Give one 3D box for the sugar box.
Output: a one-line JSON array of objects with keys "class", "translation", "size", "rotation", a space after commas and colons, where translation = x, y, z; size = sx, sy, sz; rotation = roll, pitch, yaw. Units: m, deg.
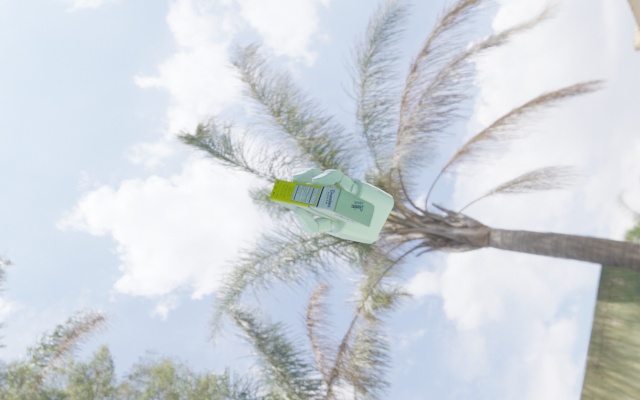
[{"class": "sugar box", "translation": [0.000, 0.002, 0.835], "size": [0.176, 0.048, 0.093], "rotation": [7, -13, 47]}]
